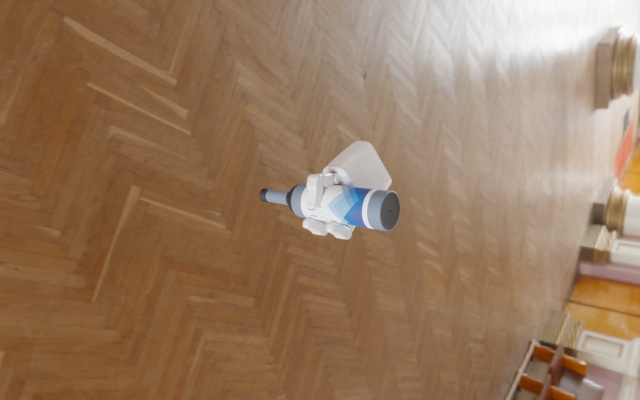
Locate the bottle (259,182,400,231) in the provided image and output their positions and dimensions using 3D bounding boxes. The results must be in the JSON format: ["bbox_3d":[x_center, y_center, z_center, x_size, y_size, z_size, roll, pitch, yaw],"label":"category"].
[{"bbox_3d":[0.000,0.003,0.871,0.295,0.069,0.069,7,4,38],"label":"bottle"}]
